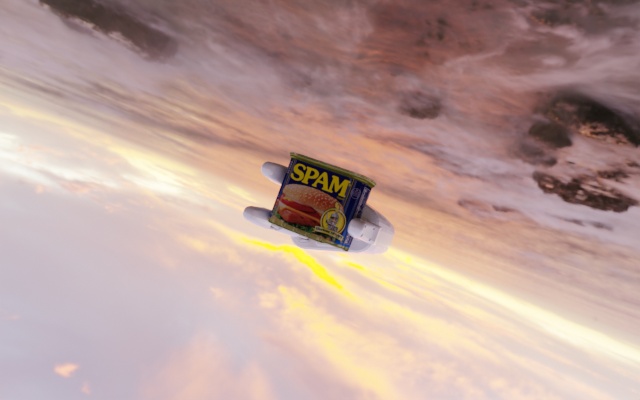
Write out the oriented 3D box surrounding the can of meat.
[{"bbox_3d":[0.000,0.002,0.539,0.102,0.084,0.057,20,-1,20],"label":"can of meat"}]
